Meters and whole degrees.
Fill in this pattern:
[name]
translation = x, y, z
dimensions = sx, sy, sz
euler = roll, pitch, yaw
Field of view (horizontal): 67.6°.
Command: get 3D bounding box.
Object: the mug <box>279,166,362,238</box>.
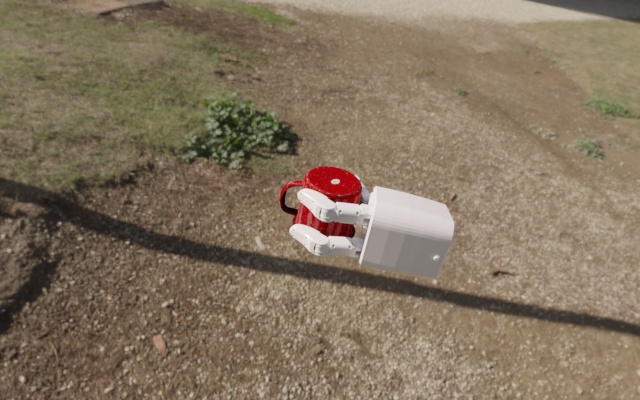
[mug]
translation = -0.001, 0.002, 0.674
dimensions = 0.117, 0.081, 0.093
euler = 12, 32, 1
